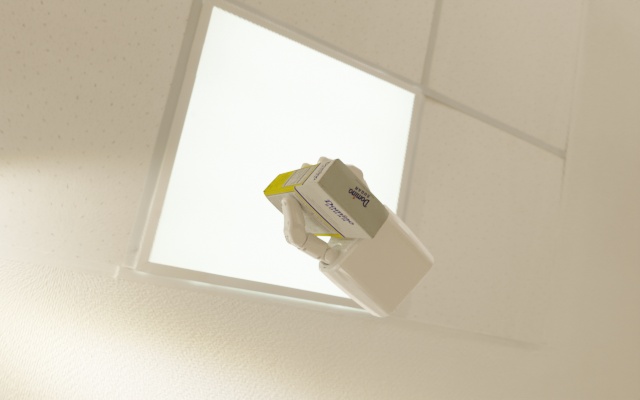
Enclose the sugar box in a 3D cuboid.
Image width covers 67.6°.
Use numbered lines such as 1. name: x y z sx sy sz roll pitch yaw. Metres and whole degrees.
1. sugar box: 0.000 0.002 0.592 0.093 0.048 0.176 45 -23 -18
